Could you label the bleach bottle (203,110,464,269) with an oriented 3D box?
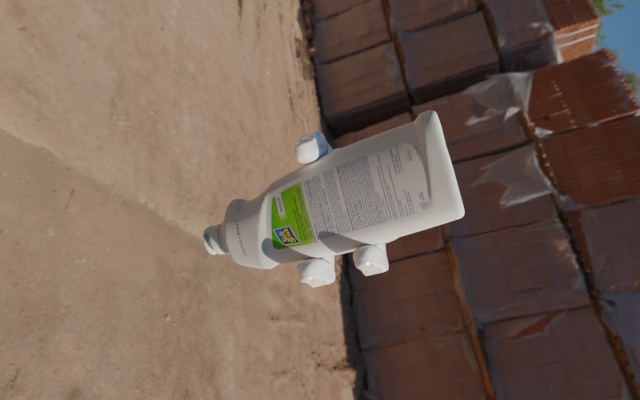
[{"bbox_3d":[0.000,0.002,0.457,0.251,0.102,0.068,-16,-8,17],"label":"bleach bottle"}]
